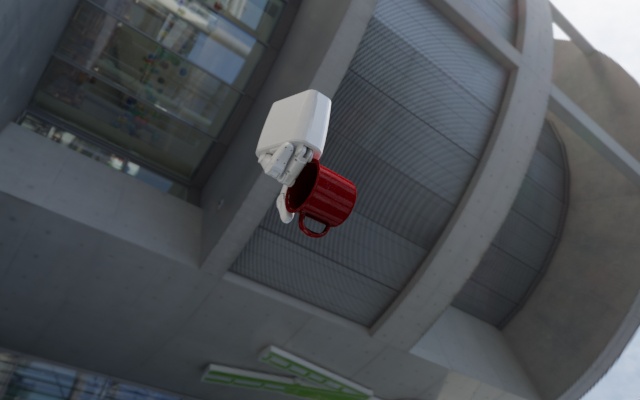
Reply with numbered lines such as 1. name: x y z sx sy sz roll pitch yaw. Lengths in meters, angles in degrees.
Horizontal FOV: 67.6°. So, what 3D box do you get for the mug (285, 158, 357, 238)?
1. mug: 0.000 0.004 0.750 0.081 0.117 0.093 26 -26 -27
